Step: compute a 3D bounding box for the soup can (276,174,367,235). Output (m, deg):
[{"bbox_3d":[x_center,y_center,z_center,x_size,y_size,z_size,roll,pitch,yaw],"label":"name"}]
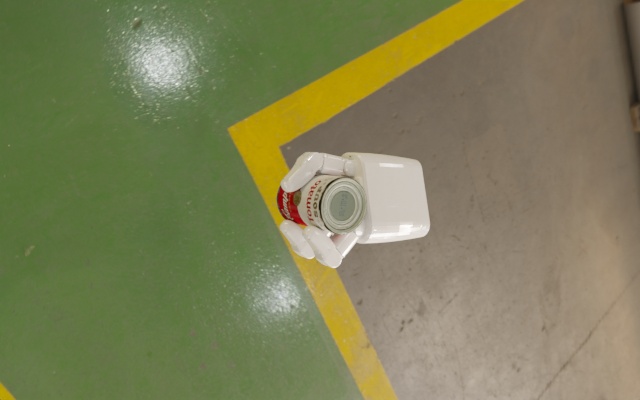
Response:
[{"bbox_3d":[0.000,0.002,0.578,0.068,0.068,0.102,0,6,-33],"label":"soup can"}]
